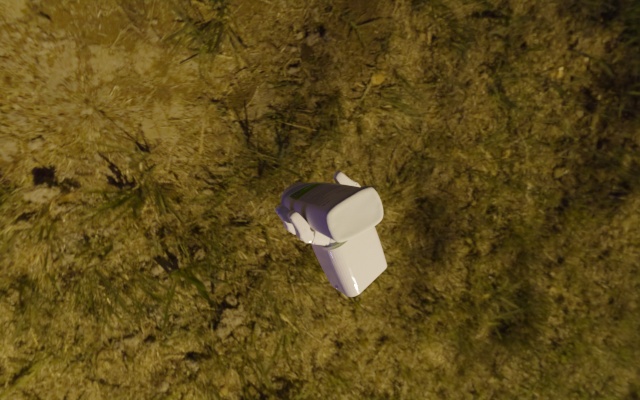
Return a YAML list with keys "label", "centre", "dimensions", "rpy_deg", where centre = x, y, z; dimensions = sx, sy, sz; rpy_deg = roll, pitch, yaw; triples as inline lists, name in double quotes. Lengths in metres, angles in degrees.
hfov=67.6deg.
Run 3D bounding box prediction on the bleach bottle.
- label: "bleach bottle"
  centre: [0.000, 0.003, 0.838]
  dimensions: [0.102, 0.068, 0.251]
  rpy_deg: [-28, 20, -18]
